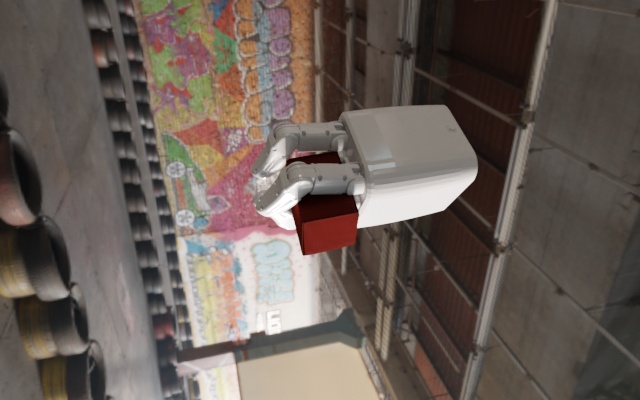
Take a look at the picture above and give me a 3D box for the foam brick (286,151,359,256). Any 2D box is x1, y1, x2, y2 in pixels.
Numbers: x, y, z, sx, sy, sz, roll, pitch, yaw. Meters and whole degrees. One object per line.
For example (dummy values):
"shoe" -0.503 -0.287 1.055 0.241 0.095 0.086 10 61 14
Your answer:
"foam brick" 0.000 0.002 0.440 0.051 0.078 0.053 -9 -37 -9
